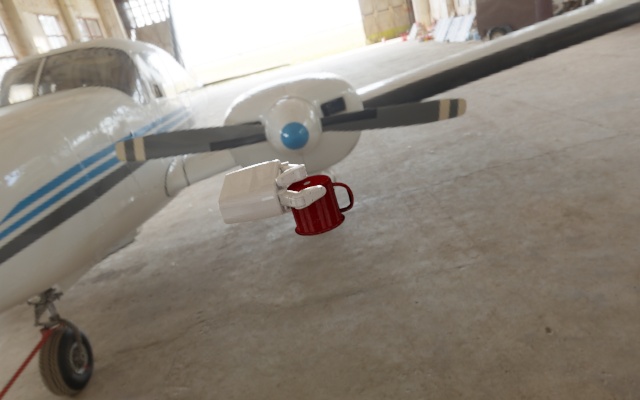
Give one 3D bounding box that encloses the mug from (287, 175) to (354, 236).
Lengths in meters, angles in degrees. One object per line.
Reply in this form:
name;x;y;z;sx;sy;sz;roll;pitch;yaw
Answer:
mug;0.001;0.002;0.837;0.117;0.081;0.093;-13;18;8
